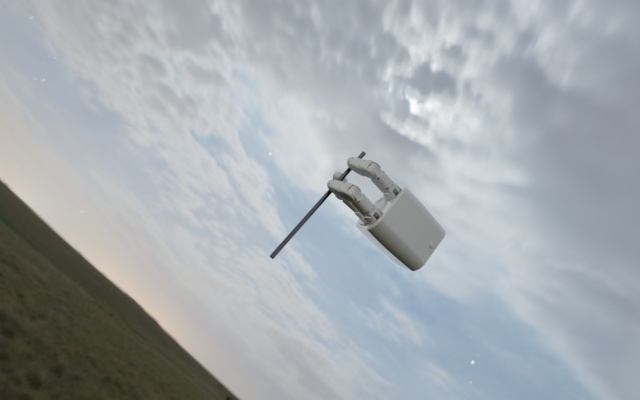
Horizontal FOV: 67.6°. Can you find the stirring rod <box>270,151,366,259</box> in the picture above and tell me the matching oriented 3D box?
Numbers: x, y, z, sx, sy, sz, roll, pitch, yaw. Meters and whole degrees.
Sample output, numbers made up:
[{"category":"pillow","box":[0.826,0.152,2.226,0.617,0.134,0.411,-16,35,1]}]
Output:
[{"category":"stirring rod","box":[0.000,0.003,0.762,0.239,0.011,0.011,-48,23,-23]}]
